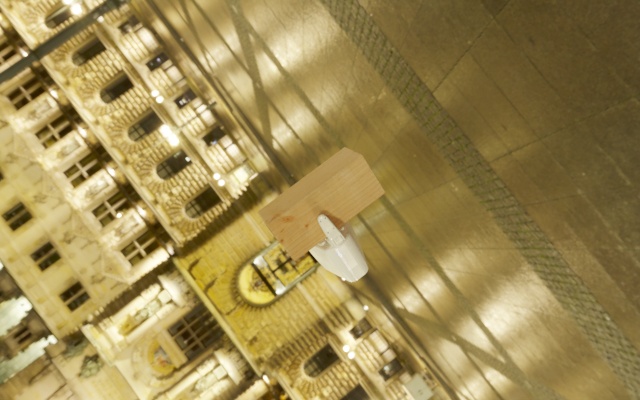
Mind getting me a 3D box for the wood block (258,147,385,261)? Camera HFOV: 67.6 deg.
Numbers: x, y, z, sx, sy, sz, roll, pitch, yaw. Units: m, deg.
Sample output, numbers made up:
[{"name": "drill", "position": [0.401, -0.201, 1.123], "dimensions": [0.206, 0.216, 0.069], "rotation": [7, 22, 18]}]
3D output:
[{"name": "wood block", "position": [0.000, 0.003, 0.872], "dimensions": [0.206, 0.090, 0.090], "rotation": [-37, 24, -5]}]
